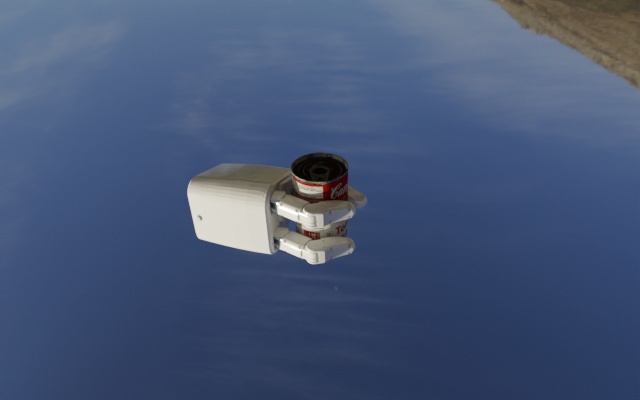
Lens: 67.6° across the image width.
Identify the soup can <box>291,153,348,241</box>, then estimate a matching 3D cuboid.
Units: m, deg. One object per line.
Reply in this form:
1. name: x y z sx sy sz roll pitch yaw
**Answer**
1. soup can: 0.001 0.002 0.588 0.068 0.102 0.068 -1 35 1
